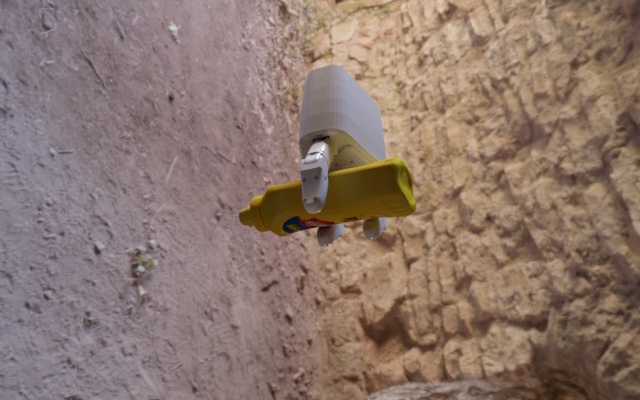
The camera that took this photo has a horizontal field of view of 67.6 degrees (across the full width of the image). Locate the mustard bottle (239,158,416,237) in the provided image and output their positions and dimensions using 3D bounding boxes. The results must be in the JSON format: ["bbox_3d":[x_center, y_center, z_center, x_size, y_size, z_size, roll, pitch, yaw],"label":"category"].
[{"bbox_3d":[0.000,0.002,0.512,0.191,0.058,0.096,-11,-10,18],"label":"mustard bottle"}]
